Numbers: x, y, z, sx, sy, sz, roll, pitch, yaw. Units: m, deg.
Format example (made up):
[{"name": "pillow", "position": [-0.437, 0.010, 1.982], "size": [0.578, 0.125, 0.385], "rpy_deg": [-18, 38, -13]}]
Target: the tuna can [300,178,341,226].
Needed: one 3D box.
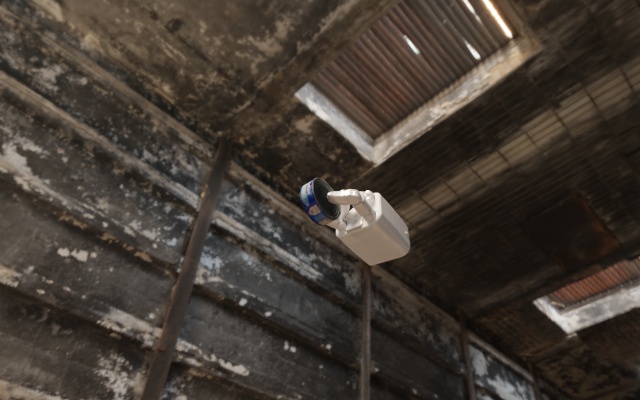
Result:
[{"name": "tuna can", "position": [0.000, 0.003, 0.884], "size": [0.034, 0.086, 0.086], "rpy_deg": [-29, -14, 26]}]
